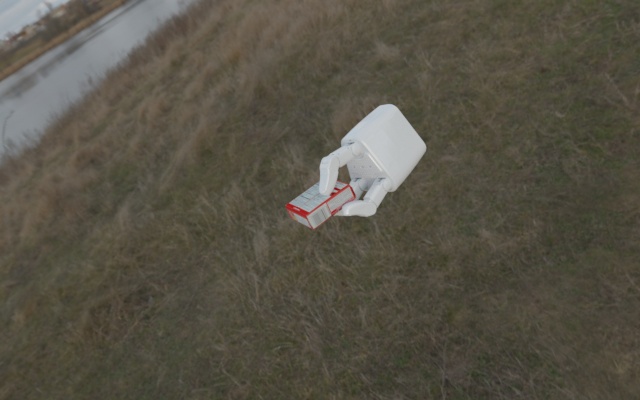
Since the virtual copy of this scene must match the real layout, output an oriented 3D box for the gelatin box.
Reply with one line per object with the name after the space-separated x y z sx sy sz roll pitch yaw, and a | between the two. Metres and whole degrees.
0.000 0.002 0.746 0.089 0.030 0.073 -36 27 -19 | gelatin box
